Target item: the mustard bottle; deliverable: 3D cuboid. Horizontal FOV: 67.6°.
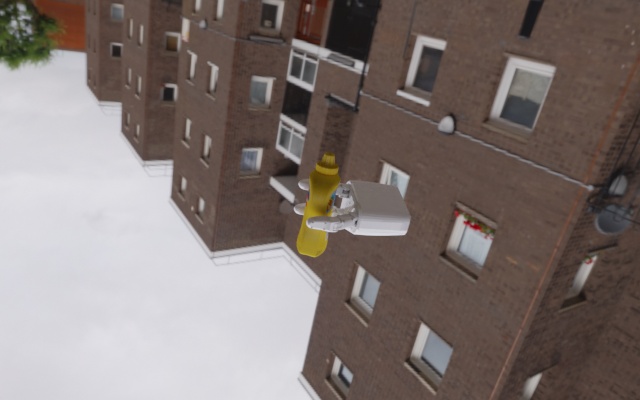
[{"bbox_3d":[0.000,0.003,0.895,0.058,0.192,0.096,14,23,6],"label":"mustard bottle"}]
